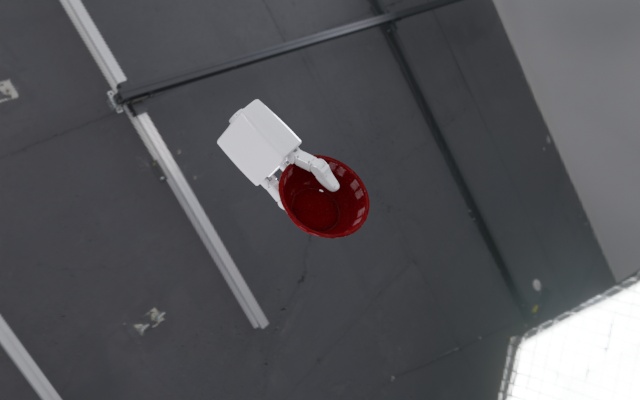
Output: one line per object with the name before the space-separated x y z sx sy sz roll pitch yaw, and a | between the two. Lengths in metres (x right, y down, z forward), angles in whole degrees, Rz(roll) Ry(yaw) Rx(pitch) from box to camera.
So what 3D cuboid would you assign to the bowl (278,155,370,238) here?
bowl | 0.001 0.004 0.819 0.162 0.162 0.055 0 -30 -22
